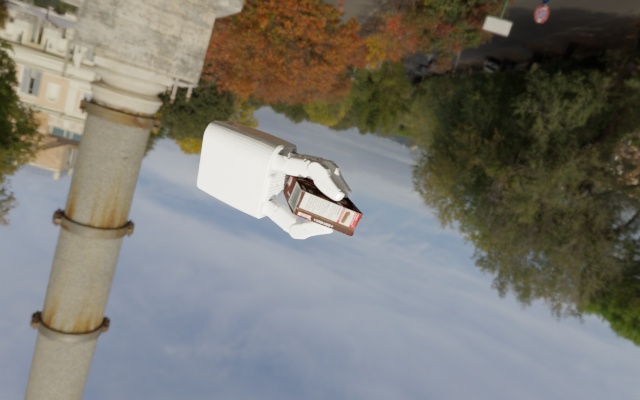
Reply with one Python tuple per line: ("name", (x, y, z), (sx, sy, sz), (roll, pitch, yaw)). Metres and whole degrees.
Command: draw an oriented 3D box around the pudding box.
("pudding box", (0.000, 0.002, 0.659), (0.090, 0.039, 0.113), (21, 13, -16))
